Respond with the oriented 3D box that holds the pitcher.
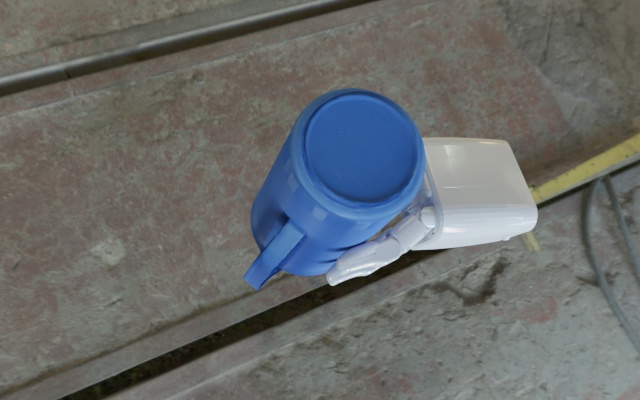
[{"bbox_3d":[0.000,0.001,0.463,0.145,0.149,0.243,-1,-15,-12],"label":"pitcher"}]
